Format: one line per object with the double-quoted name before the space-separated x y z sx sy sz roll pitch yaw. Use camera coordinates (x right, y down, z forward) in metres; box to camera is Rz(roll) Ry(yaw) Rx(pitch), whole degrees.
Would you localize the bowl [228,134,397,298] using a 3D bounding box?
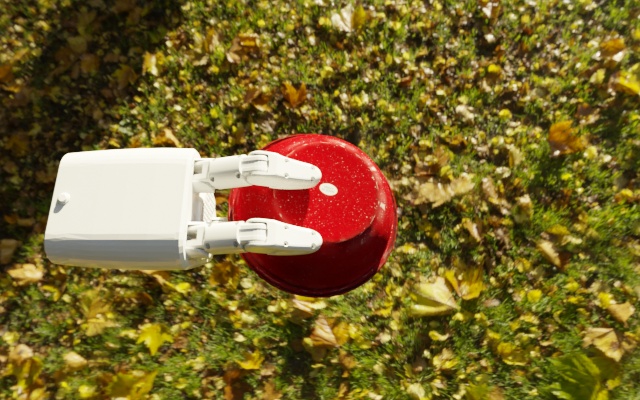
"bowl" 0.001 0.001 0.424 0.162 0.162 0.055 0 -20 -12
